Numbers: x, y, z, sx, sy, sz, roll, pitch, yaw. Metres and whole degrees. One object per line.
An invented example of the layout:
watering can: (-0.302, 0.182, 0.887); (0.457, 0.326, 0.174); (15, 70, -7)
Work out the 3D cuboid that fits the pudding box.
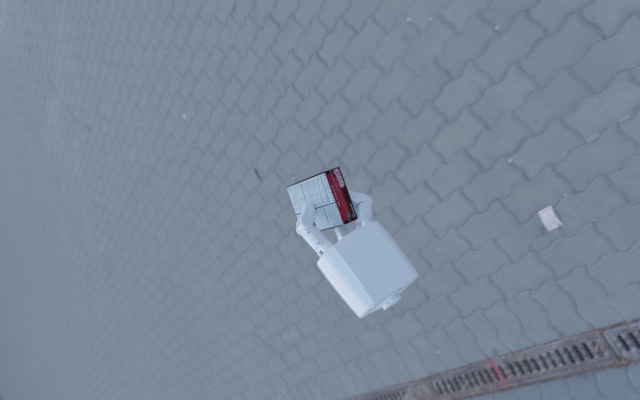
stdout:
pudding box: (0.000, 0.003, 0.778); (0.039, 0.090, 0.113); (-20, 1, -42)
